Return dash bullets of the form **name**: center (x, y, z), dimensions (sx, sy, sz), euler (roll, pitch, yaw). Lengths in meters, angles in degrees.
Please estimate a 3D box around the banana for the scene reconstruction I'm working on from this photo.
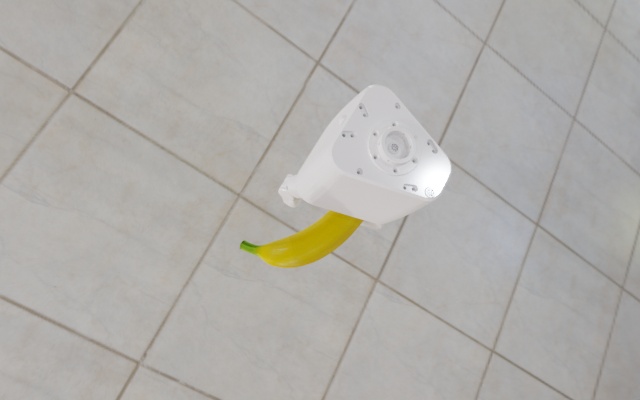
- **banana**: center (0.008, 0.019, 0.539), dimensions (0.198, 0.069, 0.037), euler (-35, -7, -16)
